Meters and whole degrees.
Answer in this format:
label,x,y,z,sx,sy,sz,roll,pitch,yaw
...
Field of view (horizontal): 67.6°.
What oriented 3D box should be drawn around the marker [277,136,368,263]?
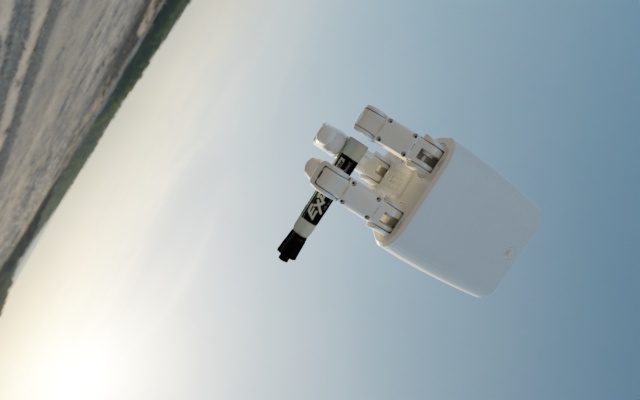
label,x,y,z,sx,sy,sz,roll,pitch,yaw
marker,0.000,0.001,0.406,0.020,0.121,0.020,33,7,-4
